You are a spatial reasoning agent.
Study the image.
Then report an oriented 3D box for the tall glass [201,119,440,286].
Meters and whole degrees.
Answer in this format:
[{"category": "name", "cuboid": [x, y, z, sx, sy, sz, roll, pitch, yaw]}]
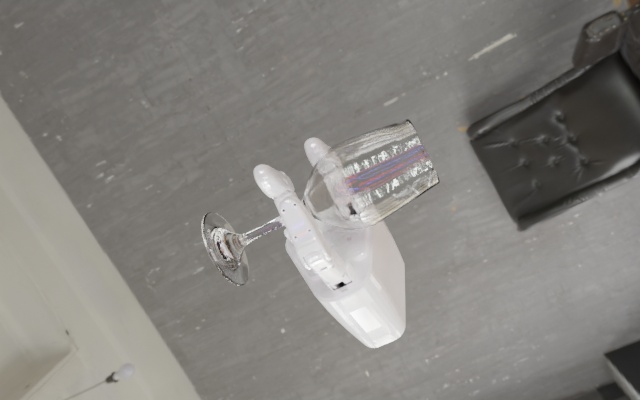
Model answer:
[{"category": "tall glass", "cuboid": [-0.001, 0.002, 0.423, 0.201, 0.079, 0.079, -27, -5, 11]}]
